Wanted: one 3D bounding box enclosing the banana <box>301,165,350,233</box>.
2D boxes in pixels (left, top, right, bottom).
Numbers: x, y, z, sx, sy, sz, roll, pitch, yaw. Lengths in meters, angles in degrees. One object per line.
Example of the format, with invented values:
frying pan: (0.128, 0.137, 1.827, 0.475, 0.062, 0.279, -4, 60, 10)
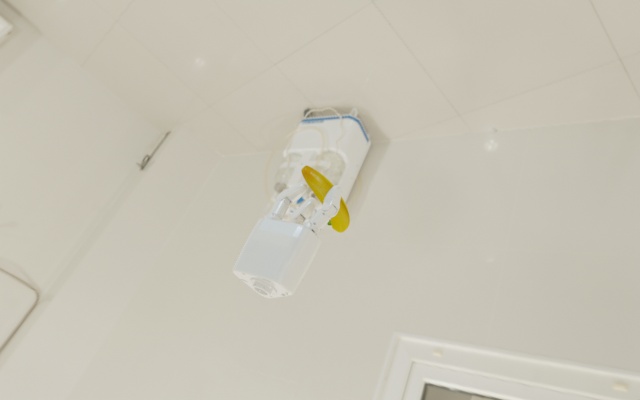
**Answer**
banana: (0.017, 0.010, 0.876, 0.069, 0.037, 0.198, 17, -28, 26)
